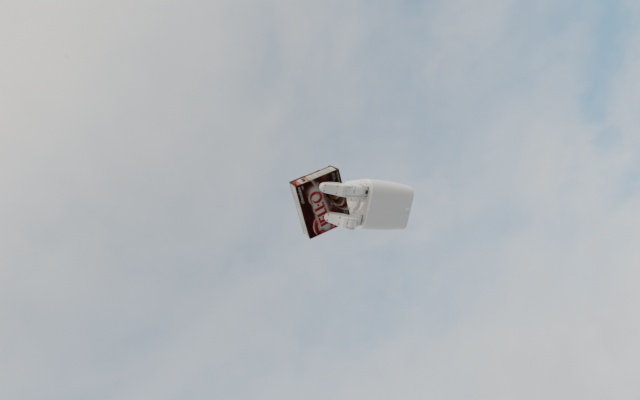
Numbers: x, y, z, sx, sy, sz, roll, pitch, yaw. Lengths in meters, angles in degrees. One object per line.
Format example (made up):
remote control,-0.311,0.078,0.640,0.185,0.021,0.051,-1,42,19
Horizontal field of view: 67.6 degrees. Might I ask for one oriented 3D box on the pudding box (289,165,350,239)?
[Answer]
pudding box,0.000,0.003,0.882,0.090,0.113,0.039,-24,24,-18
